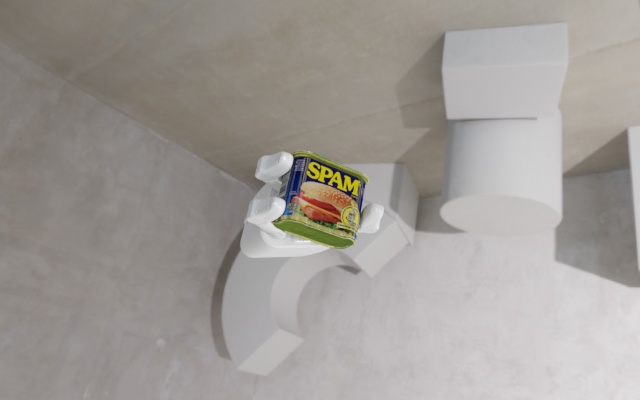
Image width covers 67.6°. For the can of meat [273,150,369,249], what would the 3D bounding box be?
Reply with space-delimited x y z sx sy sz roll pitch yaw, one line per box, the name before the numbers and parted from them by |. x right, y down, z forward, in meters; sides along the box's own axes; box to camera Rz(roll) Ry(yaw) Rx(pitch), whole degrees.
can of meat | 0.000 0.002 0.553 0.102 0.084 0.057 21 -23 -23
